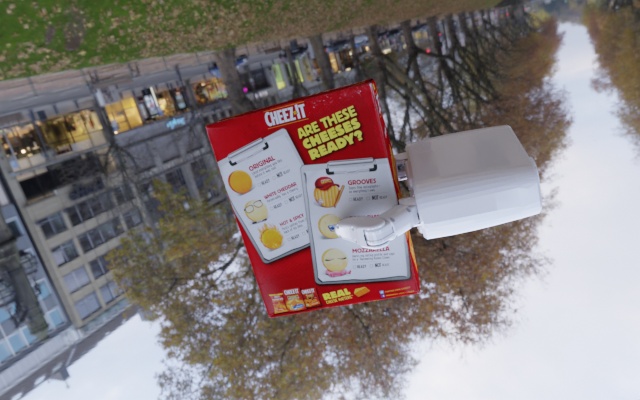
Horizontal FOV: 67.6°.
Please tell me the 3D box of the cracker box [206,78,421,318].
[{"bbox_3d":[0.000,0.002,0.490,0.164,0.214,0.072,-12,16,12],"label":"cracker box"}]
